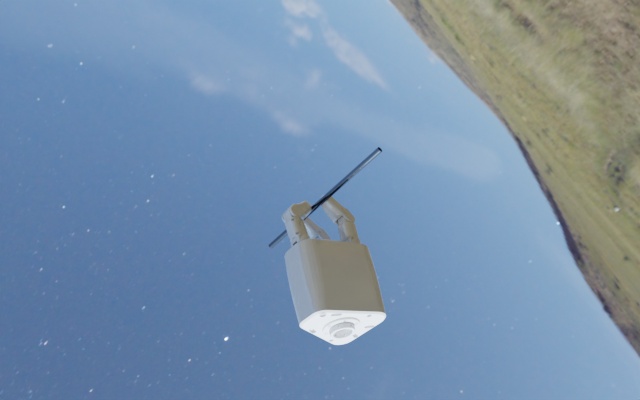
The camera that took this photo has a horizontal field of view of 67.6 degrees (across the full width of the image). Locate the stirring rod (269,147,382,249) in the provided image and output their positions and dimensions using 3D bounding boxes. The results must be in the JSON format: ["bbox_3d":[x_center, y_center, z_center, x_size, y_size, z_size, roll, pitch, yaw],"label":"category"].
[{"bbox_3d":[0.000,0.002,0.686,0.240,0.011,0.011,-42,-24,30],"label":"stirring rod"}]
